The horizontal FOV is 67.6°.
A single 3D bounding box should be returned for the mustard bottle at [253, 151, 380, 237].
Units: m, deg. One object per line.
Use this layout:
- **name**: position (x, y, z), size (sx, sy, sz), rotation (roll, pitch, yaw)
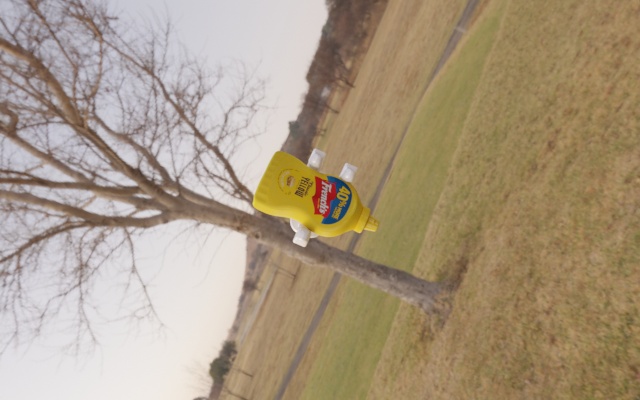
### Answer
- **mustard bottle**: position (0.000, 0.002, 0.734), size (0.191, 0.096, 0.058), rotation (24, -25, -2)
